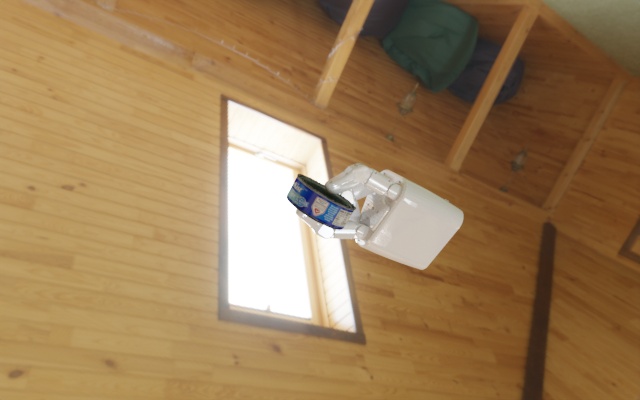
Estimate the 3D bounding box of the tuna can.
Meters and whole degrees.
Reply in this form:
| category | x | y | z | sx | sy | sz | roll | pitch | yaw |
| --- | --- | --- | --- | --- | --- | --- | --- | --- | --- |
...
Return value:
| category | x | y | z | sx | sy | sz | roll | pitch | yaw |
| --- | --- | --- | --- | --- | --- | --- | --- | --- | --- |
| tuna can | 0.000 | 0.002 | 0.605 | 0.086 | 0.034 | 0.086 | 30 | 9 | -5 |
